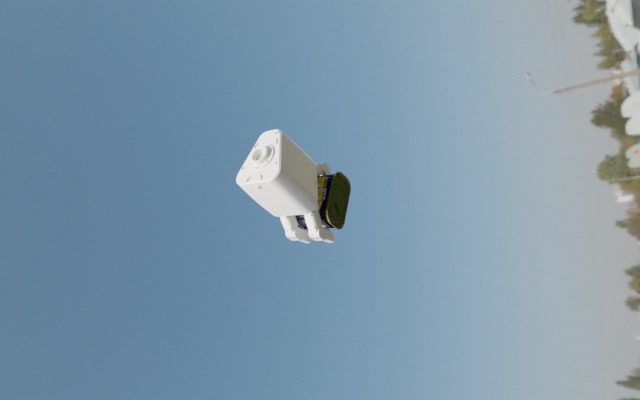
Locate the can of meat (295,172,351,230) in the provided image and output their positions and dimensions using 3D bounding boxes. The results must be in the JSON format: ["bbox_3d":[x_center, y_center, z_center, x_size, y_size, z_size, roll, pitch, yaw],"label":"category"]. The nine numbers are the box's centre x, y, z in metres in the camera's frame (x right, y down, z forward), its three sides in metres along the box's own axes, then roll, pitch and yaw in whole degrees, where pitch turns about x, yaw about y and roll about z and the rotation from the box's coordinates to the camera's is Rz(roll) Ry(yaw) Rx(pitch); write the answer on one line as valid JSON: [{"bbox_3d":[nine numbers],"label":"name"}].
[{"bbox_3d":[0.000,0.003,0.869,0.084,0.102,0.057,-5,-29,34],"label":"can of meat"}]
